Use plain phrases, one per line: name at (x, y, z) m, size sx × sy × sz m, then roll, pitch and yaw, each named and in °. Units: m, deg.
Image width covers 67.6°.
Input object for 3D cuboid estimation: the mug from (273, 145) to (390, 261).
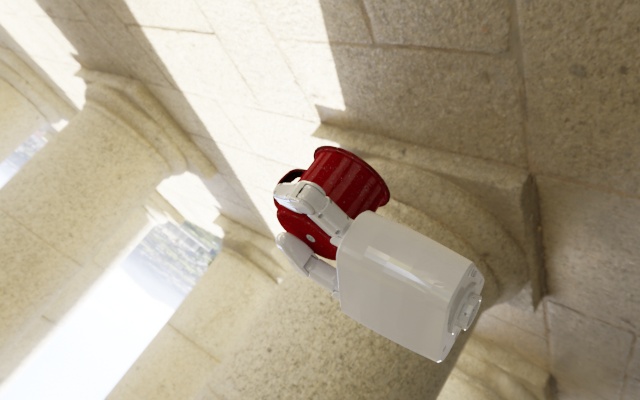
mug at (-0.001, 0.001, 0.485) m, size 0.117 × 0.081 × 0.093 m, roll 24°, pitch -24°, yaw 31°
